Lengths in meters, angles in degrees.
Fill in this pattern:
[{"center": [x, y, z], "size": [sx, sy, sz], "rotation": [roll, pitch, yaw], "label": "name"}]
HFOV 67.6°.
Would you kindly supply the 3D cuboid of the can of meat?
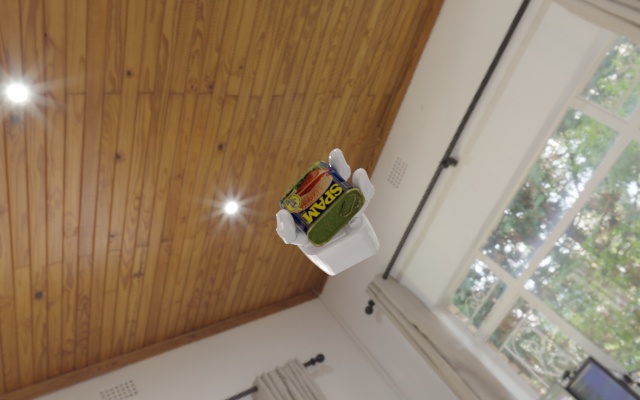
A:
[{"center": [0.000, 0.002, 0.705], "size": [0.084, 0.102, 0.057], "rotation": [45, 0, 35], "label": "can of meat"}]
